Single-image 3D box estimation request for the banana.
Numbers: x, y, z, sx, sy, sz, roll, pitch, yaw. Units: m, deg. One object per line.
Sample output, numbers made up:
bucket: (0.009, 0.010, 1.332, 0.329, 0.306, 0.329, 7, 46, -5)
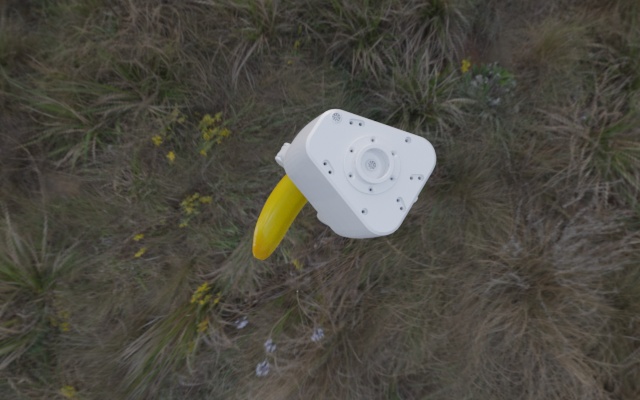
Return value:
banana: (-0.007, -0.015, 0.536, 0.198, 0.070, 0.037, -36, 17, -15)
